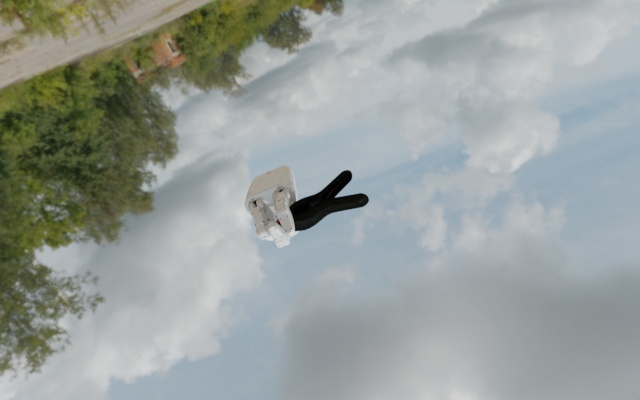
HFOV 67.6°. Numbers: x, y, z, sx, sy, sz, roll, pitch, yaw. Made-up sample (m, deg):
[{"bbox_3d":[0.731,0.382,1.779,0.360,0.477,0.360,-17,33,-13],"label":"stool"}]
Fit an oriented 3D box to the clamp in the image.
[{"bbox_3d":[0.000,0.003,0.867,0.171,0.039,0.120,-21,24,8],"label":"clamp"}]
